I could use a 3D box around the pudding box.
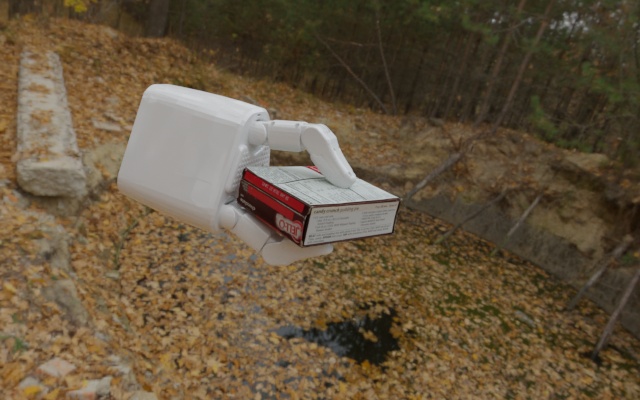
[{"bbox_3d":[0.000,0.001,0.408,0.113,0.039,0.090,-6,27,-42],"label":"pudding box"}]
